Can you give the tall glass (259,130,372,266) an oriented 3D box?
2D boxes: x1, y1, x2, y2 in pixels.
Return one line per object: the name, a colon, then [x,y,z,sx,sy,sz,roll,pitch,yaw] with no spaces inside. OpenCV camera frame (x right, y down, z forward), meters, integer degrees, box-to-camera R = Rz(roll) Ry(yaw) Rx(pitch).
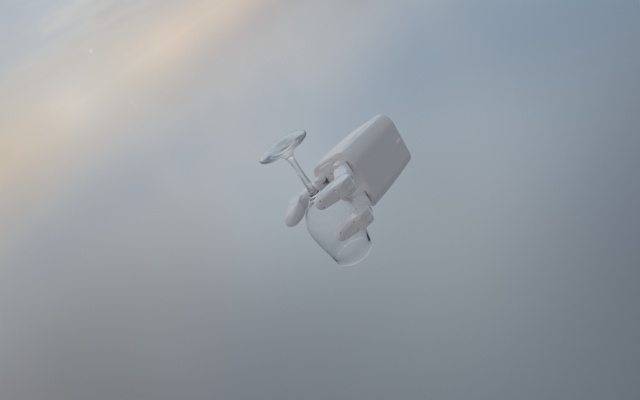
tall glass: [0.000,0.002,0.678,0.079,0.201,0.079,-27,25,14]
